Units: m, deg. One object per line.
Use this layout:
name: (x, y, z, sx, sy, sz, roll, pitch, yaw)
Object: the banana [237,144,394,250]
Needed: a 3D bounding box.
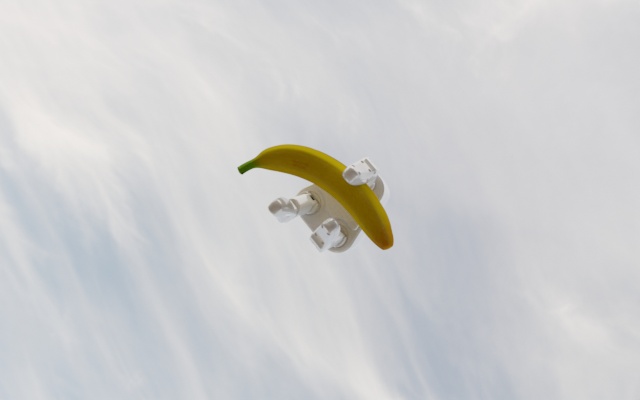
banana: (0.006, -0.016, 0.548, 0.198, 0.069, 0.037, 27, -7, 11)
